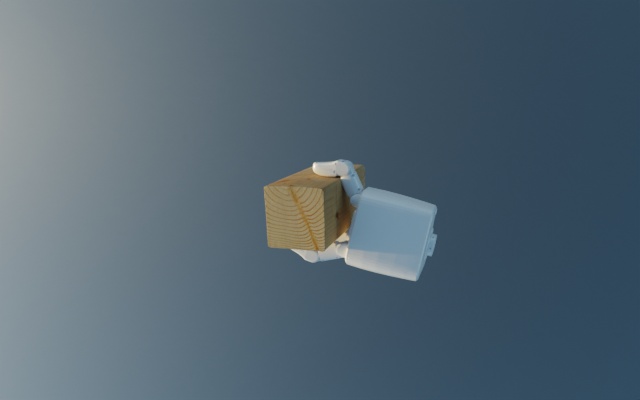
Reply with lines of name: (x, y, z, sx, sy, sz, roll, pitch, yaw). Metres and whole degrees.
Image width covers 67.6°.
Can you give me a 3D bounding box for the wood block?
wood block: (0.000, 0.002, 0.745, 0.090, 0.091, 0.206, 3, 13, 20)
